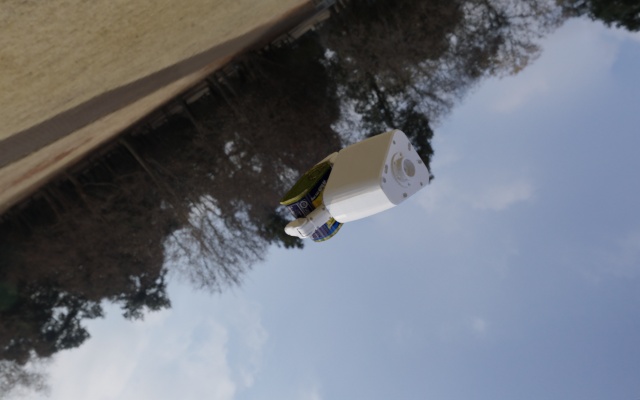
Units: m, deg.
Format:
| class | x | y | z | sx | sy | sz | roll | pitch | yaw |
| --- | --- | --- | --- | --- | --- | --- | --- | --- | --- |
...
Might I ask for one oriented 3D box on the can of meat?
| class | x | y | z | sx | sy | sz | roll | pitch | yaw |
| --- | --- | --- | --- | --- | --- | --- | --- | --- | --- |
| can of meat | 0.000 | 0.003 | 0.735 | 0.057 | 0.084 | 0.102 | -20 | 23 | 44 |
